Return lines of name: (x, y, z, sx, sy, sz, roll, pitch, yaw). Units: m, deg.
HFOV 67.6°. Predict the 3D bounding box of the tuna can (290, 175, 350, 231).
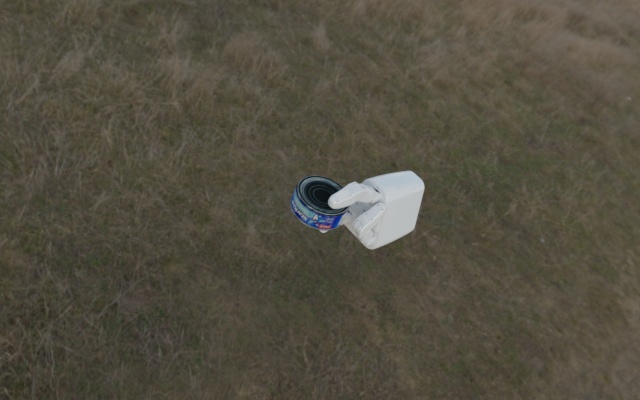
tuna can: (0.000, 0.002, 0.712, 0.086, 0.086, 0.034, 0, -44, -27)
